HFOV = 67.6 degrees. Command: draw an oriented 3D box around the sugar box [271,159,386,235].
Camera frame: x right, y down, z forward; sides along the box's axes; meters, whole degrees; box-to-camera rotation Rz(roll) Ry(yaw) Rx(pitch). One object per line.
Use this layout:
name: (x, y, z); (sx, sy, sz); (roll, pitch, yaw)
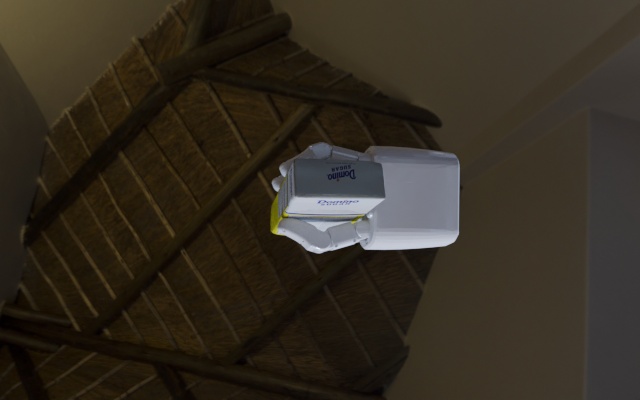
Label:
sugar box: (0.000, 0.001, 0.540); (0.093, 0.048, 0.176); (1, -18, -14)
